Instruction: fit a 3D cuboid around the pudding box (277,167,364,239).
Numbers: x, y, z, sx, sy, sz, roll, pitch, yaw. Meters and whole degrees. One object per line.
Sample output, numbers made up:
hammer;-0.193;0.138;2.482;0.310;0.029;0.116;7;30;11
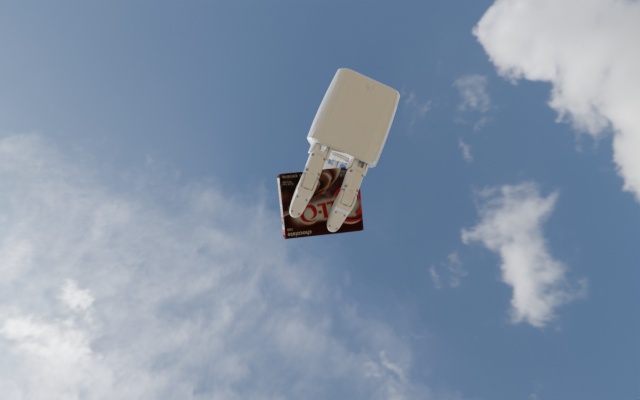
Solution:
pudding box;0.000;0.002;0.662;0.113;0.090;0.039;-6;3;-7
